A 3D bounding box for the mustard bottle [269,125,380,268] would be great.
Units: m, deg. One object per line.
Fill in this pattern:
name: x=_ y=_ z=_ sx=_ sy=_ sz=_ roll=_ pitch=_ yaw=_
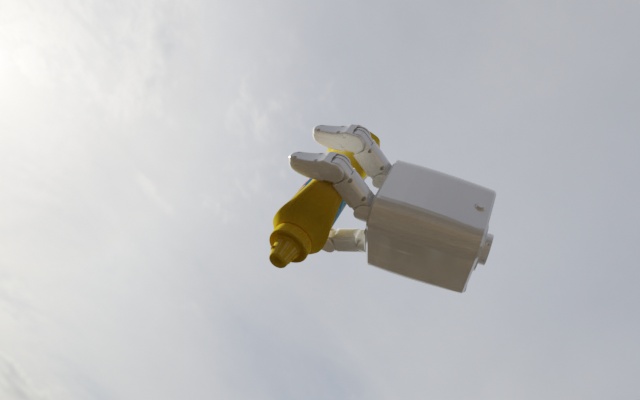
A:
mustard bottle: x=0.000 y=0.001 z=0.506 sx=0.058 sy=0.191 sz=0.096 roll=36 pitch=-45 yaw=0
